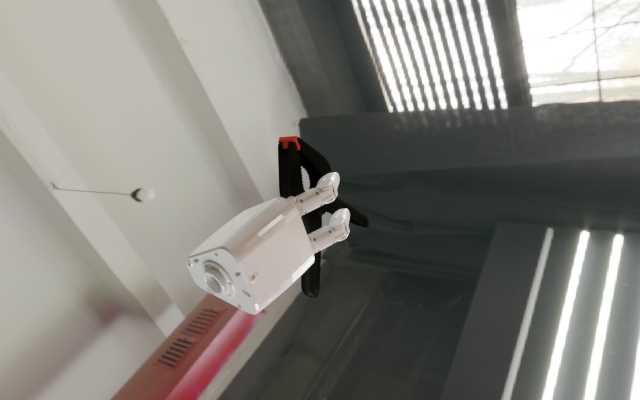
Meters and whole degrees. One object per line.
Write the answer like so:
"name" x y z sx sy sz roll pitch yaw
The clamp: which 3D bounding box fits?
"clamp" -0.001 0.002 0.651 0.036 0.210 0.164 1 30 38
